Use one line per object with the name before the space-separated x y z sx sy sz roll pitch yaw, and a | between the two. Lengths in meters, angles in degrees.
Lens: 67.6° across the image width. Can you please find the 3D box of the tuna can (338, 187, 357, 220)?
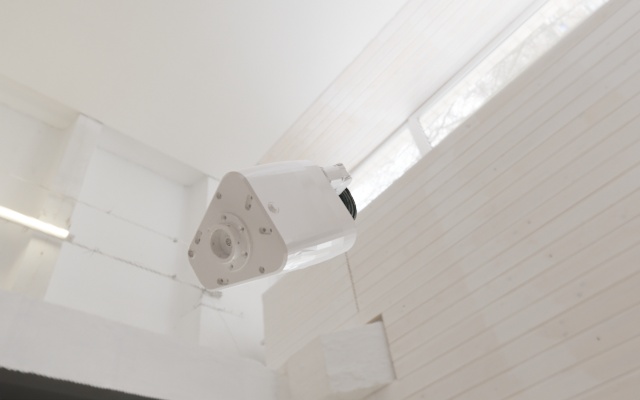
tuna can | 0.000 0.002 0.562 0.086 0.086 0.034 0 -36 -48
